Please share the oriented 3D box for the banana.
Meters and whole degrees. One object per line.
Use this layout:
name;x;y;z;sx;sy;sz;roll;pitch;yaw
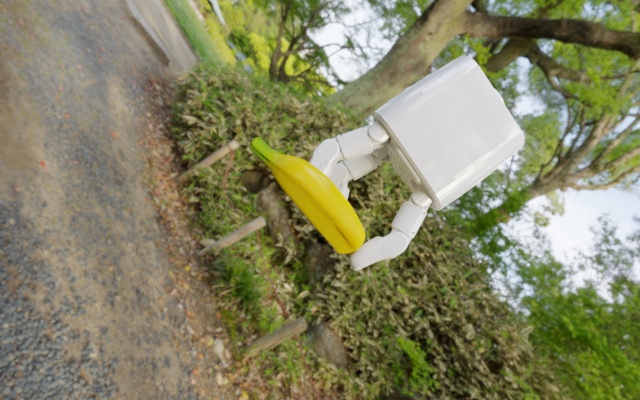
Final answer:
banana;0.008;0.011;0.437;0.069;0.037;0.198;50;-1;38
